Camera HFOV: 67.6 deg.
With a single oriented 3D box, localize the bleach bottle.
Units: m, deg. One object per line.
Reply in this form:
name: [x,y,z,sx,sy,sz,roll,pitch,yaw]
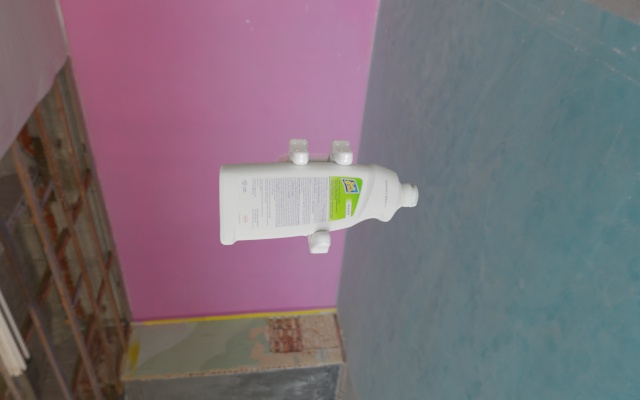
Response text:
bleach bottle: [0.000,0.002,0.611,0.251,0.102,0.068,0,13,-9]
